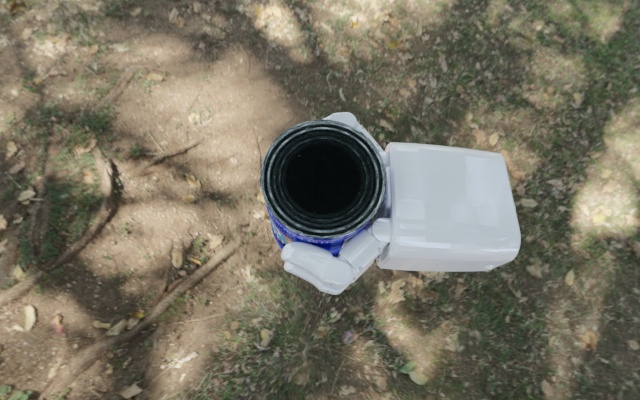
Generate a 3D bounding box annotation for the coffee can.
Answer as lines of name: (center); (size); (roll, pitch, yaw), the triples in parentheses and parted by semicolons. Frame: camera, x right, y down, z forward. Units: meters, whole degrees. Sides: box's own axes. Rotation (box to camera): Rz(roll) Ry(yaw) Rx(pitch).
coffee can: (0.000, 0.001, 0.450); (0.103, 0.102, 0.140); (0, -17, -2)
